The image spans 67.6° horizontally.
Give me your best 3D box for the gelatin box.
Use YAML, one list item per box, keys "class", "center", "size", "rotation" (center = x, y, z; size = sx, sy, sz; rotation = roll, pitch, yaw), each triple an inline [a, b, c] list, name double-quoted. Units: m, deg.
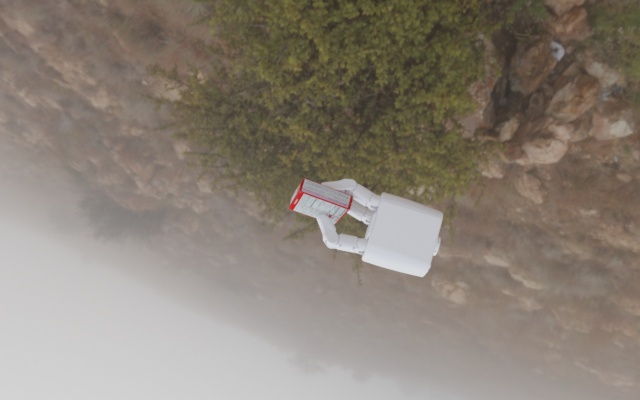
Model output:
- class: "gelatin box"
  center: [0.000, 0.003, 0.793]
  size: [0.089, 0.030, 0.073]
  rotation: [19, -28, -10]
